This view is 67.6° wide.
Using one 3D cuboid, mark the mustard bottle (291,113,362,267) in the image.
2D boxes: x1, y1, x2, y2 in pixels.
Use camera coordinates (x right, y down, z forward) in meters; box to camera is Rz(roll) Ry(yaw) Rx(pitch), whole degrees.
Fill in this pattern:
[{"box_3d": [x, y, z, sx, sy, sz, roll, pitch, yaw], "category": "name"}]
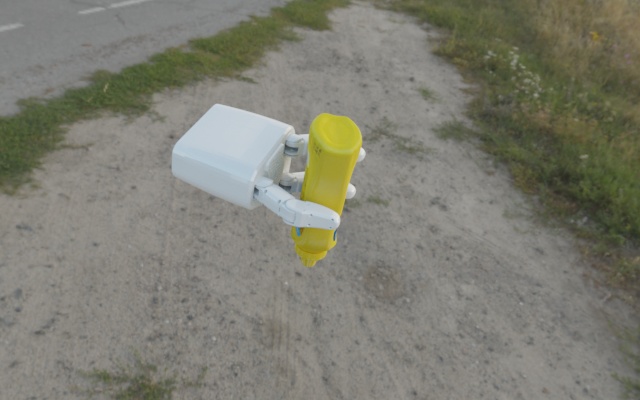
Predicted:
[{"box_3d": [0.000, 0.002, 0.565, 0.058, 0.192, 0.096, 8, 33, -8], "category": "mustard bottle"}]
